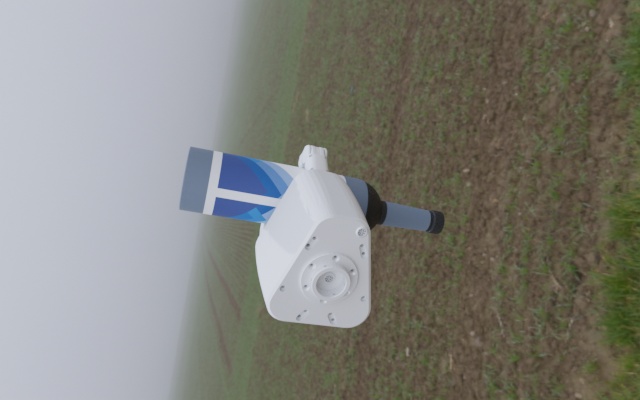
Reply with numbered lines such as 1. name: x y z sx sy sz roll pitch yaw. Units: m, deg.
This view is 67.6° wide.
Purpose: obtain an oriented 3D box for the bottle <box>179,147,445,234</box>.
1. bottle: 0.000 0.002 0.529 0.296 0.069 0.069 10 -3 -15
